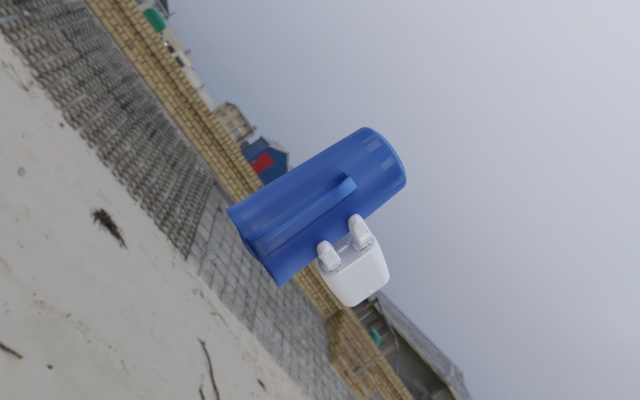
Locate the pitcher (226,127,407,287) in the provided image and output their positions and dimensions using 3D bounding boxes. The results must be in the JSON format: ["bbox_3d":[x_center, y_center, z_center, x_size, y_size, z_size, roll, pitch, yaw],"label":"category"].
[{"bbox_3d":[0.000,0.002,0.672,0.243,0.145,0.149,-35,47,-7],"label":"pitcher"}]
